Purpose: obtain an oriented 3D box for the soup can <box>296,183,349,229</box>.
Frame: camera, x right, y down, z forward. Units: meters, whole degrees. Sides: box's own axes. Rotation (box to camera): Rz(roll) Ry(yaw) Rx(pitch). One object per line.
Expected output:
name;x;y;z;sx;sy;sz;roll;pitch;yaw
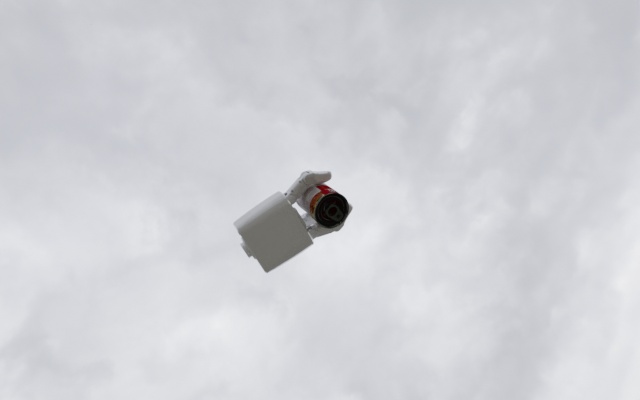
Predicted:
soup can;0.000;0.002;0.890;0.068;0.068;0.102;0;18;-26
